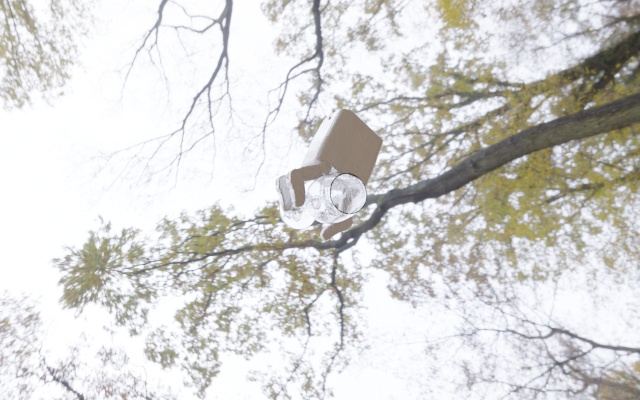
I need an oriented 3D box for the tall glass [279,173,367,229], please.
[{"bbox_3d":[0.000,0.003,0.784,0.079,0.079,0.201,0,-7,-25],"label":"tall glass"}]
